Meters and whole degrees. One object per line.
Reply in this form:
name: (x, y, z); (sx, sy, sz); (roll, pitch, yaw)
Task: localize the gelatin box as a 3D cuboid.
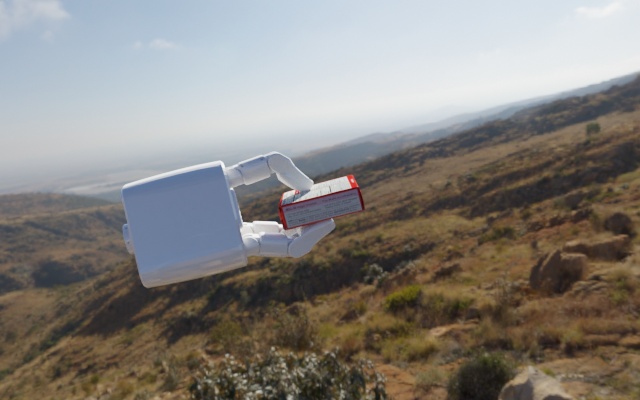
gelatin box: (0.000, 0.001, 0.528); (0.089, 0.030, 0.073); (-15, 12, 2)
